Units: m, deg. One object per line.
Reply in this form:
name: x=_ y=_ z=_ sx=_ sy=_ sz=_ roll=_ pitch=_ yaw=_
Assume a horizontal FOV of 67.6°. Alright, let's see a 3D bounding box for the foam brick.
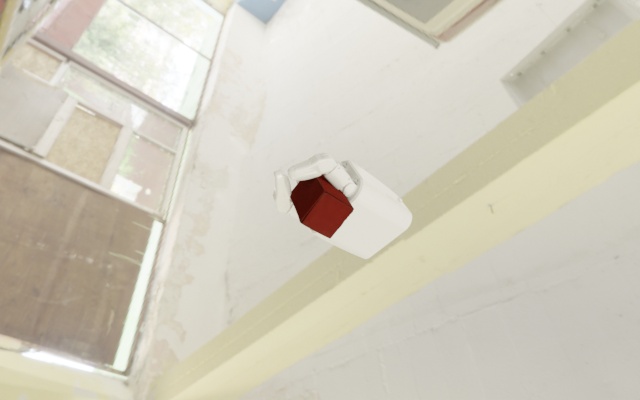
foam brick: x=0.000 y=0.002 z=0.625 sx=0.051 sy=0.053 sz=0.078 roll=32 pitch=16 yaw=-28
